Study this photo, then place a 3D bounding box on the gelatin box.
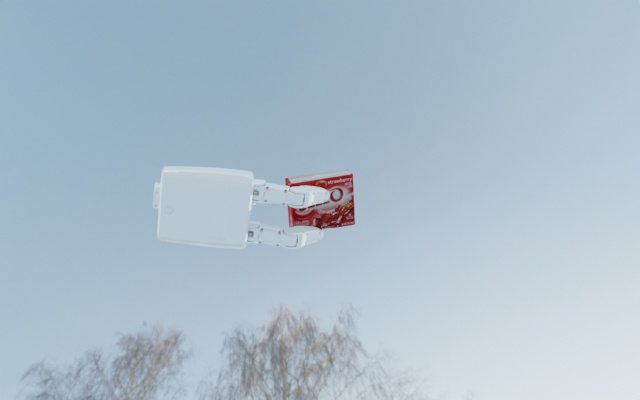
[{"bbox_3d":[0.000,0.002,0.637,0.089,0.073,0.030,-9,21,-14],"label":"gelatin box"}]
